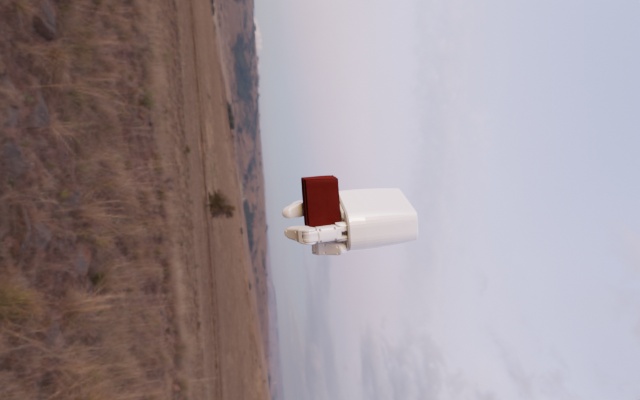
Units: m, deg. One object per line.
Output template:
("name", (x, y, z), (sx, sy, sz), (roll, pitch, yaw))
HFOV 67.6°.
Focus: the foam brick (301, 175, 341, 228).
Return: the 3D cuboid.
("foam brick", (0.000, 0.002, 0.721), (0.051, 0.078, 0.053), (-5, 10, -6))
